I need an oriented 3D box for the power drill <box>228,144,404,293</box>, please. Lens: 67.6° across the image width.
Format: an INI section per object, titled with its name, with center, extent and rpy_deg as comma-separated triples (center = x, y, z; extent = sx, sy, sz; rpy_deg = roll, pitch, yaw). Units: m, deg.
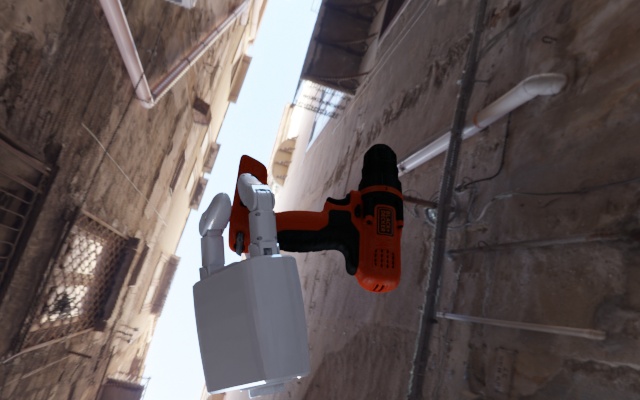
[power drill]
center = 0.000, 0.002, 0.524
extent = 0.187, 0.184, 0.057
rpy_deg = 8, -34, -5
